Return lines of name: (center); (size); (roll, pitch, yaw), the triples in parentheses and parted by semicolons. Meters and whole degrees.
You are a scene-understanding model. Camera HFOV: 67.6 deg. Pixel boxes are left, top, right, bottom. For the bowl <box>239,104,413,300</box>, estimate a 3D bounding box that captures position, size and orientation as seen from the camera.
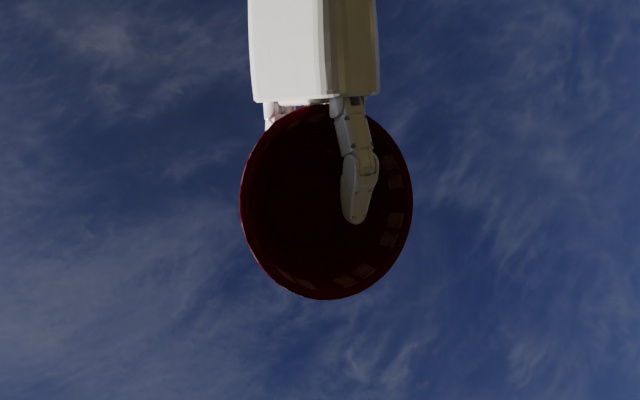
bowl: (0.000, 0.003, 0.414); (0.162, 0.162, 0.055); (0, -1, -27)
